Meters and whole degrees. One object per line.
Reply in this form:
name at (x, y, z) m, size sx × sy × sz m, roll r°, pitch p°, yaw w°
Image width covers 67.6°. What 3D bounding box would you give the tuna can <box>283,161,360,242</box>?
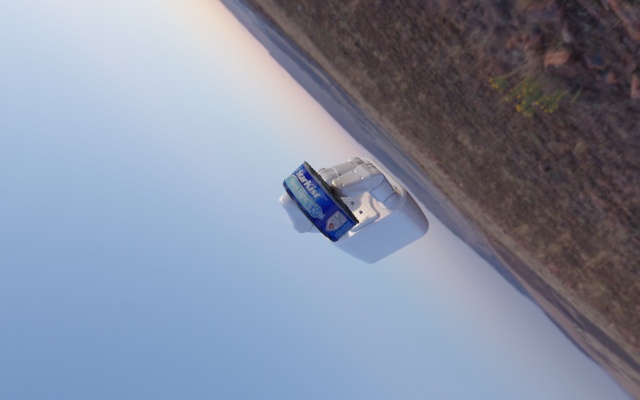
tuna can at (0.000, 0.002, 0.495) m, size 0.034 × 0.086 × 0.086 m, roll -41°, pitch -4°, yaw 5°
